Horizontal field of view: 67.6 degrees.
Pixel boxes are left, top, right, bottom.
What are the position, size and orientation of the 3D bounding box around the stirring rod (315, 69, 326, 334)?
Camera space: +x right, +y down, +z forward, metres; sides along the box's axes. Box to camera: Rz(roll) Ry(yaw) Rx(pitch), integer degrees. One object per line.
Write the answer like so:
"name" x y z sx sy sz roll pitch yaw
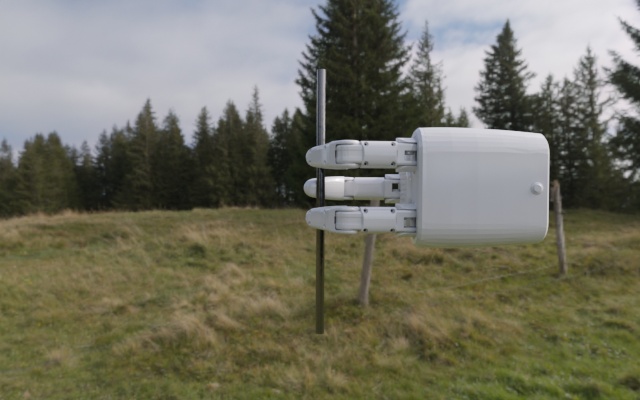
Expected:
"stirring rod" 0.000 0.002 0.437 0.011 0.239 0.011 0 1 0
